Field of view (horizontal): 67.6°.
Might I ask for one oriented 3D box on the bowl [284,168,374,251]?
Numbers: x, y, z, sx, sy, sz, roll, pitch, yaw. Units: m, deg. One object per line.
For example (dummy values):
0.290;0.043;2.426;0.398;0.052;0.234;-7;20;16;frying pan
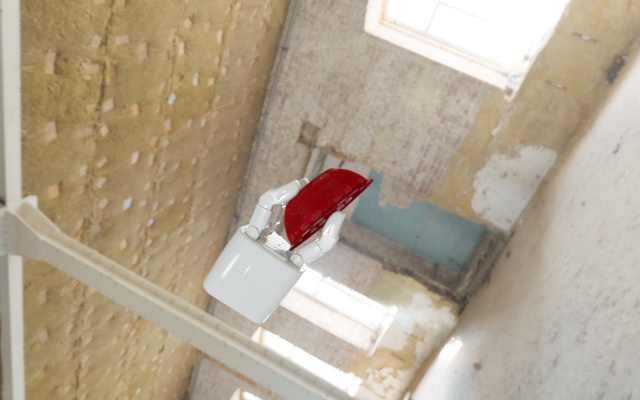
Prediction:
0.001;0.001;0.700;0.162;0.055;0.162;-39;-5;-4;bowl
